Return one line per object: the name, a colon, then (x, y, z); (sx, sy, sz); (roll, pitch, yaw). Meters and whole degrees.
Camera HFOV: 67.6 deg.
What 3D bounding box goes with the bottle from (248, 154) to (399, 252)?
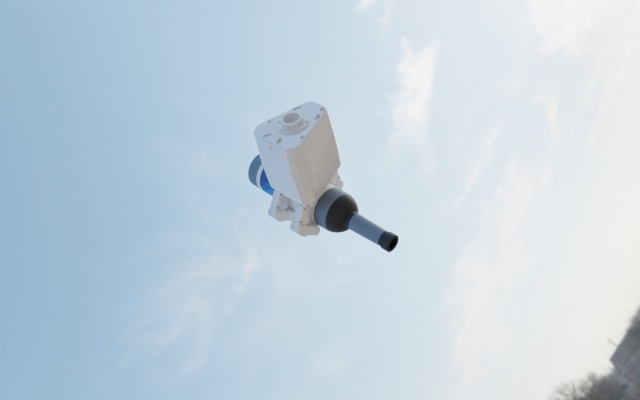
bottle: (0.000, 0.002, 0.764); (0.295, 0.069, 0.069); (30, 19, 36)
